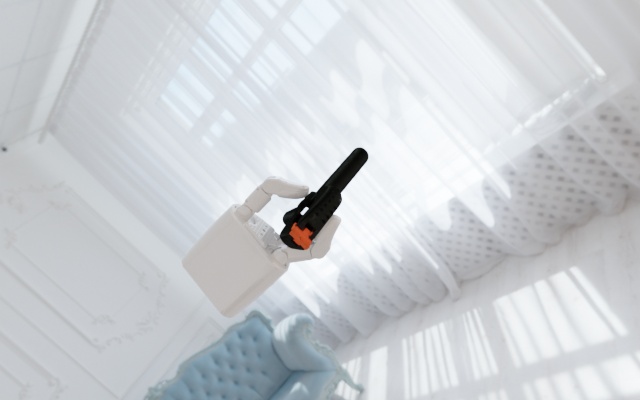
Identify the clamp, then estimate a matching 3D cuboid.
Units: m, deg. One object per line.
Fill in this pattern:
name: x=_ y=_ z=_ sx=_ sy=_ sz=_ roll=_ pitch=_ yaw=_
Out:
clamp: x=-0.001 y=0.002 z=0.611 sx=0.164 sy=0.036 sz=0.210 roll=-44 pitch=7 yaw=12
